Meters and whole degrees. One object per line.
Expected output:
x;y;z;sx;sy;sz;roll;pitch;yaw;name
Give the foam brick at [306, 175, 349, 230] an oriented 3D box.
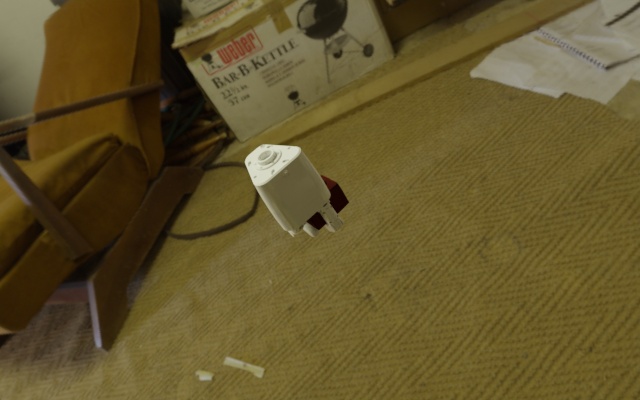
0.000;0.003;0.839;0.078;0.051;0.053;-42;36;-13;foam brick
